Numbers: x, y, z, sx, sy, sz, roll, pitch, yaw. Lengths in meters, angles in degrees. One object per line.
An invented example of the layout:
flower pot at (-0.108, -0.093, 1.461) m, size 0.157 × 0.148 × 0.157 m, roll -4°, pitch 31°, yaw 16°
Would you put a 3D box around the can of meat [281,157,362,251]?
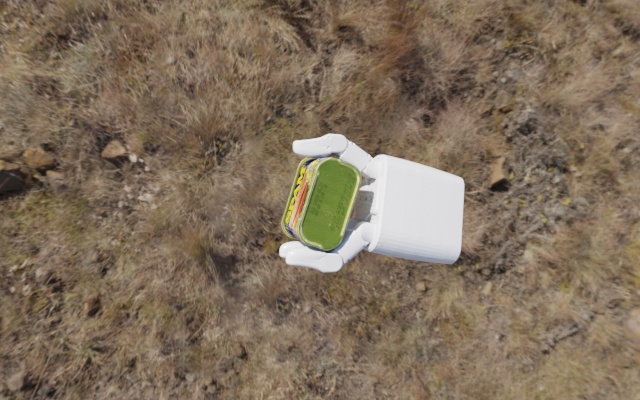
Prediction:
can of meat at (0.000, 0.002, 0.535) m, size 0.057 × 0.102 × 0.084 m, roll 18°, pitch -1°, yaw -15°
